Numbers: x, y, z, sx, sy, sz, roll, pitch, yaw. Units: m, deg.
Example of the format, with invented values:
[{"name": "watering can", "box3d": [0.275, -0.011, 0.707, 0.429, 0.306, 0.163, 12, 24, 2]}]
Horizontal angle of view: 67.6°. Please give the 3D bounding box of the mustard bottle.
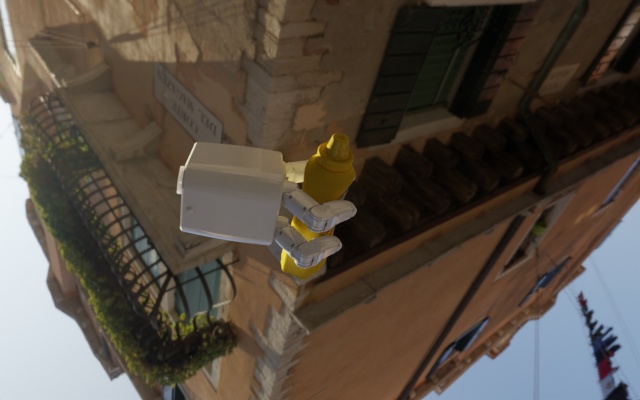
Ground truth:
[{"name": "mustard bottle", "box3d": [0.000, 0.002, 0.580, 0.058, 0.192, 0.096, 24, 40, 9]}]
